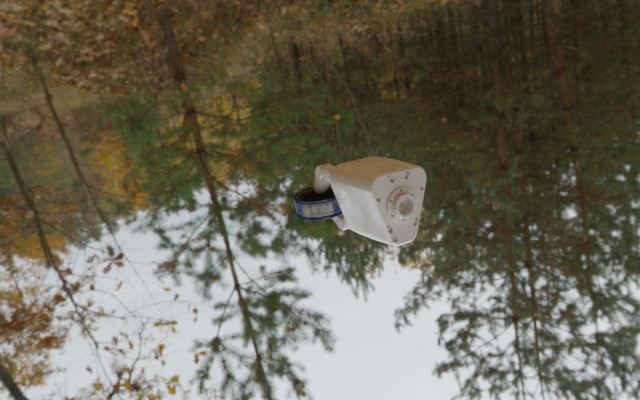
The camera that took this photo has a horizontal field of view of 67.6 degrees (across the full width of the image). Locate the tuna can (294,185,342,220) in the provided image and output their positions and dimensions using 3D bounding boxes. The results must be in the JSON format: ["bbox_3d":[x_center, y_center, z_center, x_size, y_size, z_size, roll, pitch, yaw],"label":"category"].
[{"bbox_3d":[0.000,0.003,0.791,0.086,0.034,0.086,-8,18,3],"label":"tuna can"}]
